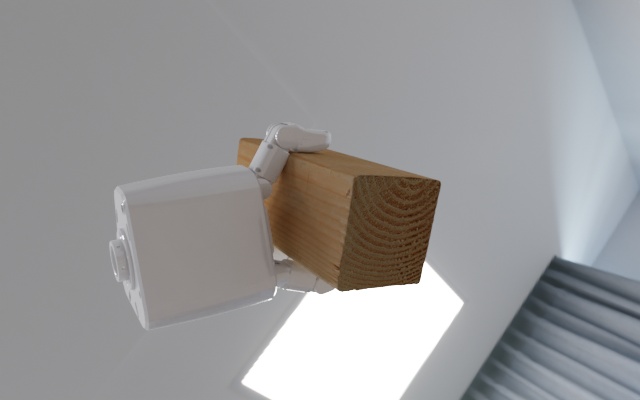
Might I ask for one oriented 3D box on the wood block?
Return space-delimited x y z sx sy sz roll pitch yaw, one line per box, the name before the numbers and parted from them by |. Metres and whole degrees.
wood block | 0.000 0.001 0.448 0.090 0.091 0.206 1 13 -34
